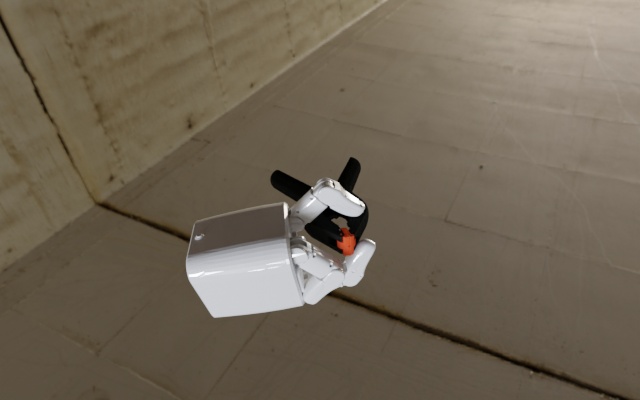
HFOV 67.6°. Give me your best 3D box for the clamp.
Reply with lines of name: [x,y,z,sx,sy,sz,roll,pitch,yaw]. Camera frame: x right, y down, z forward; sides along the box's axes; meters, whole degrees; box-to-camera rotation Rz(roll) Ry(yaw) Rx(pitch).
clamp: [0.000,0.002,0.577,0.120,0.039,0.171,-10,34,1]
